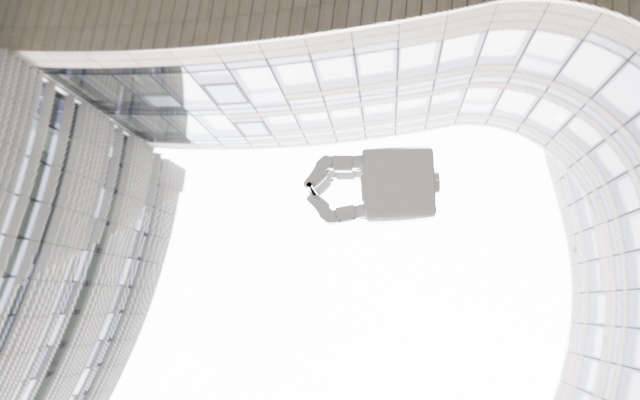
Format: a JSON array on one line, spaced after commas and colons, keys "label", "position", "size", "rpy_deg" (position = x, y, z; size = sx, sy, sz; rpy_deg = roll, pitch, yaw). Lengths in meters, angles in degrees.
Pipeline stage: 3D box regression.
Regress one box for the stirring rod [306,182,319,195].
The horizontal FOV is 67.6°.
[{"label": "stirring rod", "position": [0.000, 0.003, 0.814], "size": [0.011, 0.011, 0.239], "rpy_deg": [0, -12, 8]}]
